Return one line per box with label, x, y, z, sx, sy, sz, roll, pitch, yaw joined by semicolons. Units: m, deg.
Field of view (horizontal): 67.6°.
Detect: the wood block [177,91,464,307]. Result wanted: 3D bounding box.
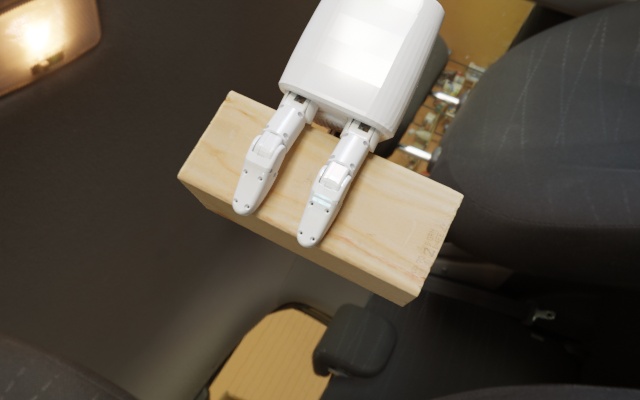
wood block;0.000;0.001;0.410;0.206;0.090;0.091;26;-13;10
